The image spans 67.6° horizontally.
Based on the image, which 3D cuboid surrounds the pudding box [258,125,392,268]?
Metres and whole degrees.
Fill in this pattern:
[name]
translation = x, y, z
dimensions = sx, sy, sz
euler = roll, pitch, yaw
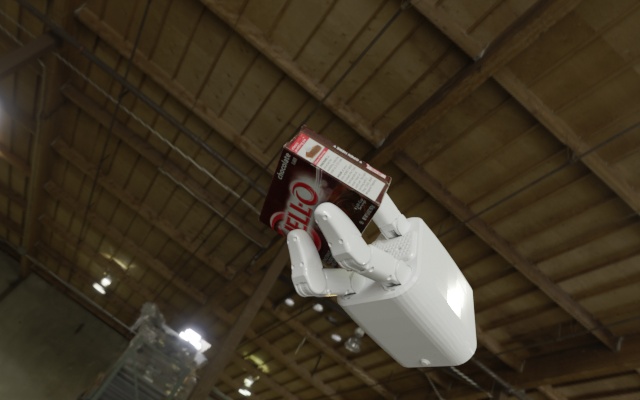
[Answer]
[pudding box]
translation = 0.000, 0.001, 0.421
dimensions = 0.090, 0.039, 0.114
euler = 31, -41, 4
